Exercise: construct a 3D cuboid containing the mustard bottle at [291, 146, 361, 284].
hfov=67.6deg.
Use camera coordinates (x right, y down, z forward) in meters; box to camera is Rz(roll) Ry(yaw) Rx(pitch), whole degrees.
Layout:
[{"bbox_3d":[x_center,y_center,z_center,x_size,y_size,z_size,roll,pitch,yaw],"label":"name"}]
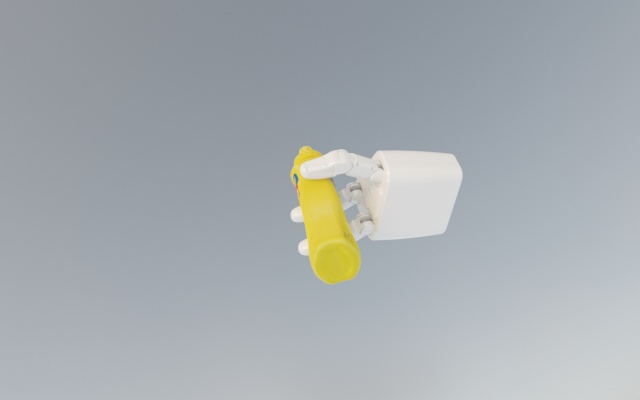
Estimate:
[{"bbox_3d":[0.000,0.002,0.603,0.058,0.191,0.096,-17,-39,2],"label":"mustard bottle"}]
